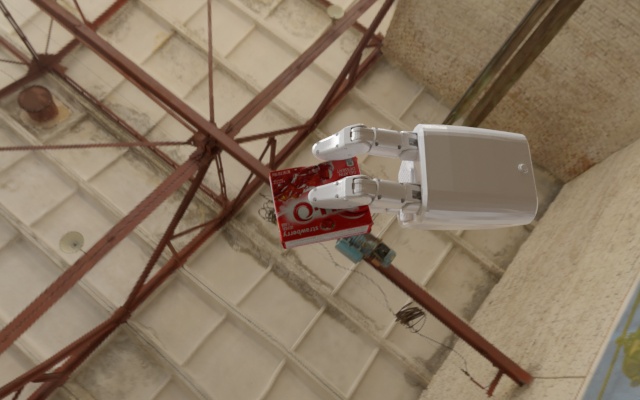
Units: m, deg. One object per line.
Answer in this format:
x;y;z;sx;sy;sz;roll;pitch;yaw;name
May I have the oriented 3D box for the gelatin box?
0.000;0.002;0.463;0.089;0.073;0.030;-11;-21;-4;gelatin box
